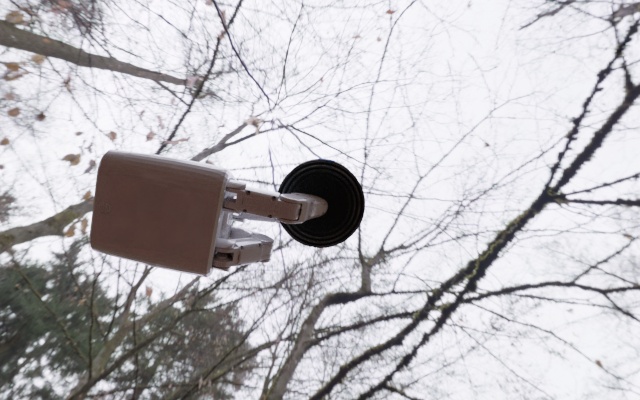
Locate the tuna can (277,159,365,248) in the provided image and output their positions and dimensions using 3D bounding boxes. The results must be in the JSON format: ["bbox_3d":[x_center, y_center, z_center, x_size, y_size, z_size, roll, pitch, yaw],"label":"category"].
[{"bbox_3d":[0.000,0.001,0.472,0.086,0.086,0.033,0,9,0],"label":"tuna can"}]
